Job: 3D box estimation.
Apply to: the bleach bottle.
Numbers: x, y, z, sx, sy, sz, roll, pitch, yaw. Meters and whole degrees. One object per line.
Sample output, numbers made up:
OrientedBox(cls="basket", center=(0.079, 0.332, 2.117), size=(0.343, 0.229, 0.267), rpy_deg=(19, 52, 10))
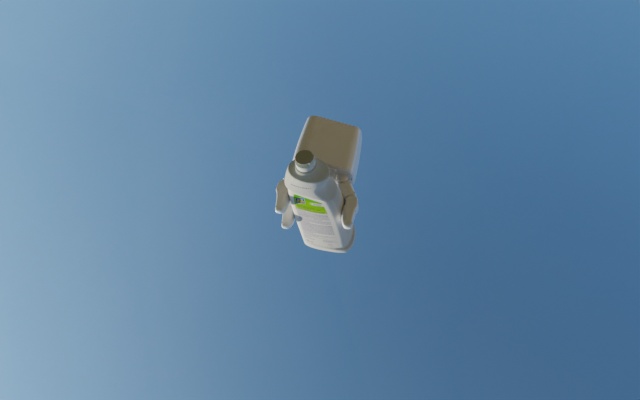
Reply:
OrientedBox(cls="bleach bottle", center=(0.000, 0.003, 0.818), size=(0.102, 0.068, 0.251), rpy_deg=(7, -31, 13))
